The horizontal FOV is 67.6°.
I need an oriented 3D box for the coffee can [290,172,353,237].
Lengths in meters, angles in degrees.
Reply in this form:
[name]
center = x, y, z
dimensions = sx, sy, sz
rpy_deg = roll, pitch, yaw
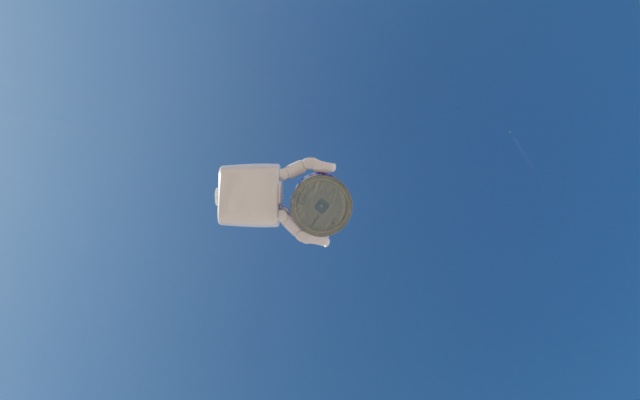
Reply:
[coffee can]
center = 0.000, 0.003, 0.848
dimensions = 0.103, 0.103, 0.140
rpy_deg = 0, 5, -1
